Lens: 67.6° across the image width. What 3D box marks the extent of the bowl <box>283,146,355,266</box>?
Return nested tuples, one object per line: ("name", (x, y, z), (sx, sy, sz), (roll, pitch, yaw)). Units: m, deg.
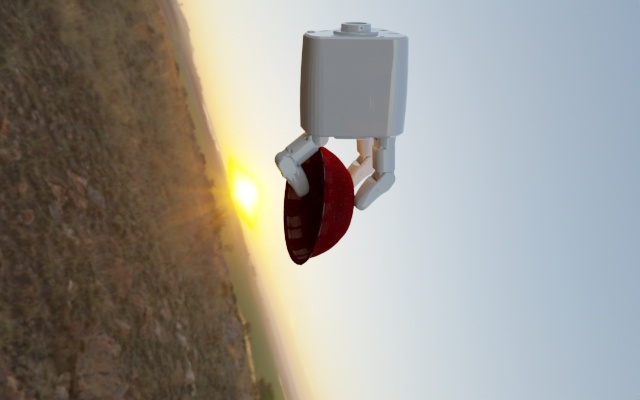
("bowl", (0.000, 0.003, 0.604), (0.055, 0.162, 0.162), (5, -2, -20))
